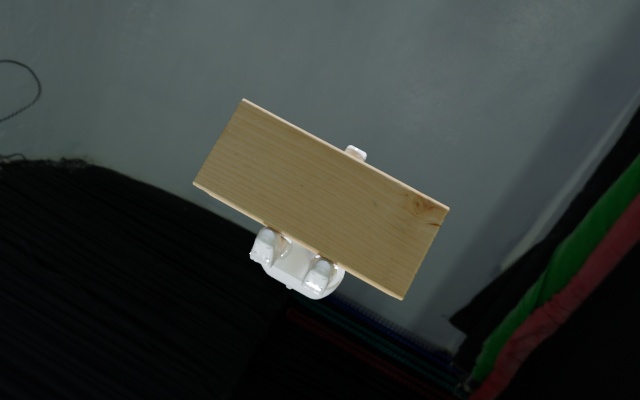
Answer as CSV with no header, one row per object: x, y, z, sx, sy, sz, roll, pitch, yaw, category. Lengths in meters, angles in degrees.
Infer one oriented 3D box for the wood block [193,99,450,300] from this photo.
0.000,0.001,0.452,0.206,0.091,0.090,28,-7,4,wood block
